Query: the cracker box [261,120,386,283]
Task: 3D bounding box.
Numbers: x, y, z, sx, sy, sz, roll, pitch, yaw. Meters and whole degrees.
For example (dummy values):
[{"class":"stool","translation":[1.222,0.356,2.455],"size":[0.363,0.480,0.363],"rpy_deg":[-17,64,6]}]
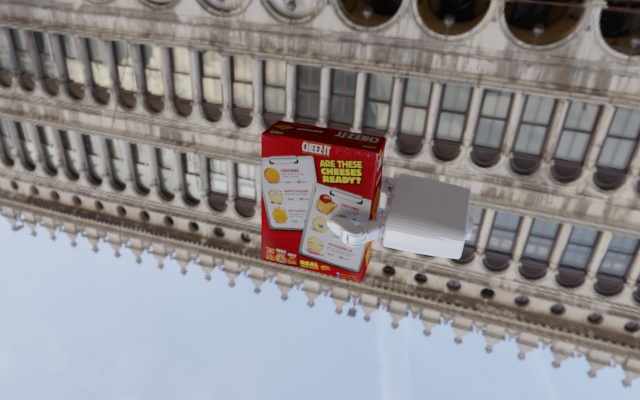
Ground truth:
[{"class":"cracker box","translation":[0.000,0.003,0.701],"size":[0.164,0.214,0.072],"rpy_deg":[11,30,13]}]
